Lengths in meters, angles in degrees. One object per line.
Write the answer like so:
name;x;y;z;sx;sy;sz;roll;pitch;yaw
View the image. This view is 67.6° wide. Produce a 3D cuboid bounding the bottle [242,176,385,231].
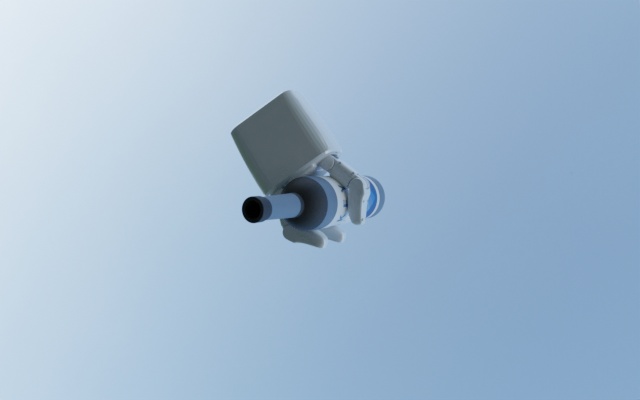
bottle;0.000;0.002;0.607;0.069;0.069;0.295;0;3;28
